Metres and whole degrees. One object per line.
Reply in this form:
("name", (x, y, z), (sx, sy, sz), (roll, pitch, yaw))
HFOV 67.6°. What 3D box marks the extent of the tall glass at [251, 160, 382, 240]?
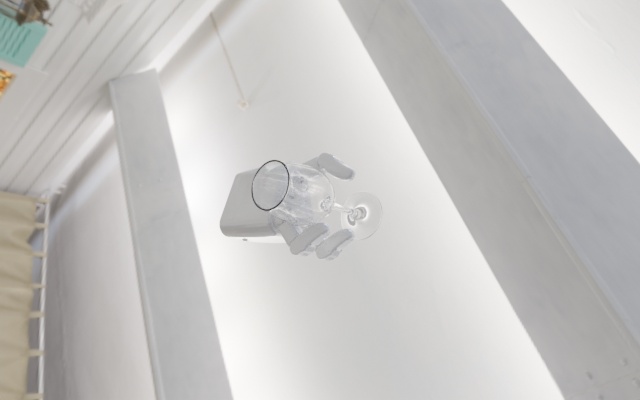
("tall glass", (0.001, 0.002, 0.638), (0.079, 0.079, 0.201), (0, -12, 38))
